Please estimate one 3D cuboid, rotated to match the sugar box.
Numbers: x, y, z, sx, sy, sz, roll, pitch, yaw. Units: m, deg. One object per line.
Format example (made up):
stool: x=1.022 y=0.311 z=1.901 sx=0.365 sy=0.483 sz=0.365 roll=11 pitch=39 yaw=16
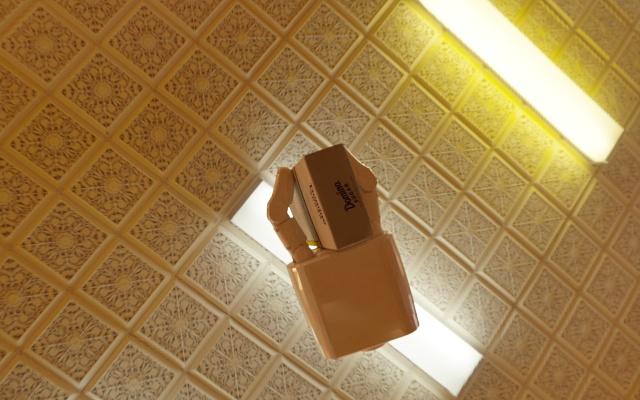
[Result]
sugar box: x=0.001 y=0.002 z=0.515 sx=0.048 sy=0.093 sz=0.176 roll=-20 pitch=1 yaw=-15
